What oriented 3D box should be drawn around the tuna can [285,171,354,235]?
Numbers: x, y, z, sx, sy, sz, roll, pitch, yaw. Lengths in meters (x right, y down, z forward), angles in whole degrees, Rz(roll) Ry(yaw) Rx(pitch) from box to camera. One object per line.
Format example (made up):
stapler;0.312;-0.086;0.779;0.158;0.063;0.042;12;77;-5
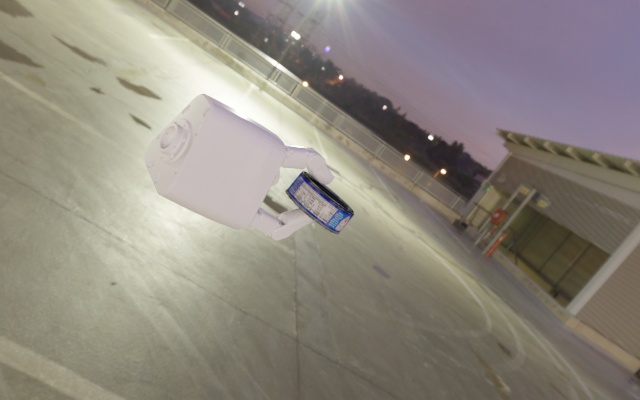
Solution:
tuna can;0.000;0.002;0.590;0.086;0.034;0.086;39;7;-6
